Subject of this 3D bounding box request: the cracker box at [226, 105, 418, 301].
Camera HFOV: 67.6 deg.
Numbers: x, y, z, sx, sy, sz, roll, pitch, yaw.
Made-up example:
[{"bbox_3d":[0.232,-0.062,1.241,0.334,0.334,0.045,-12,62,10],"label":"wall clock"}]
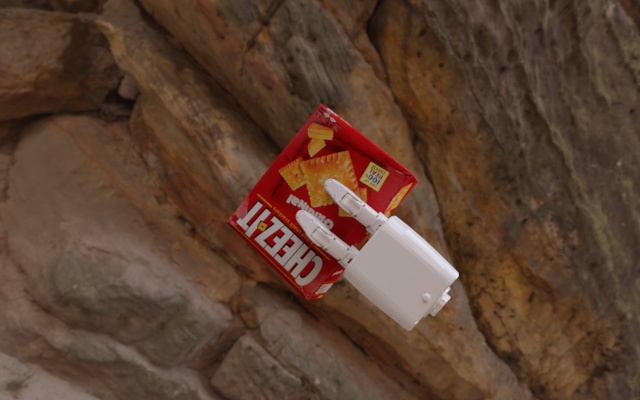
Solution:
[{"bbox_3d":[0.000,0.002,0.653,0.164,0.214,0.072,41,5,18],"label":"cracker box"}]
